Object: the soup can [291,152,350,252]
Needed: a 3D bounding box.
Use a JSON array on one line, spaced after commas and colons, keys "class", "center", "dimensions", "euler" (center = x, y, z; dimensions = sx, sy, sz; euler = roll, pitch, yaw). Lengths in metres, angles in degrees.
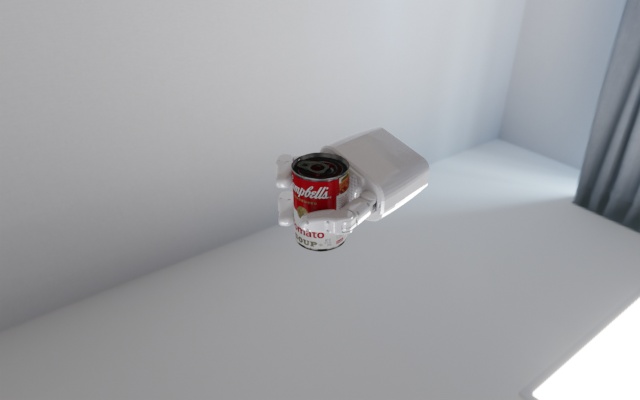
[{"class": "soup can", "center": [0.000, 0.002, 0.579], "dimensions": [0.068, 0.102, 0.068], "euler": [0, 32, 0]}]
